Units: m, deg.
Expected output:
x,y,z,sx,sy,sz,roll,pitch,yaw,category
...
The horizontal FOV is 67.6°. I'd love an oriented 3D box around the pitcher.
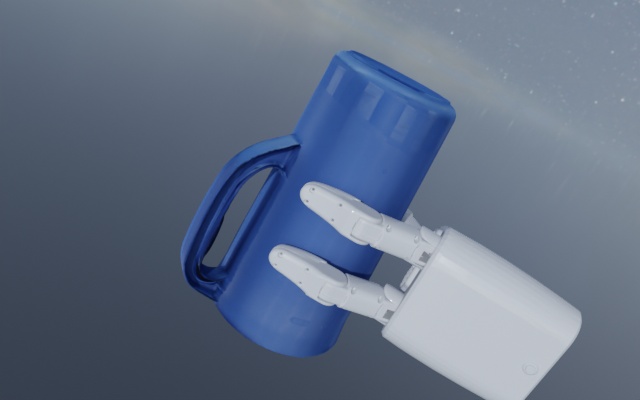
x,y,z,sx,sy,sz,roll,pitch,yaw,category
0.000,0.001,0.407,0.145,0.243,0.149,33,21,13,pitcher
